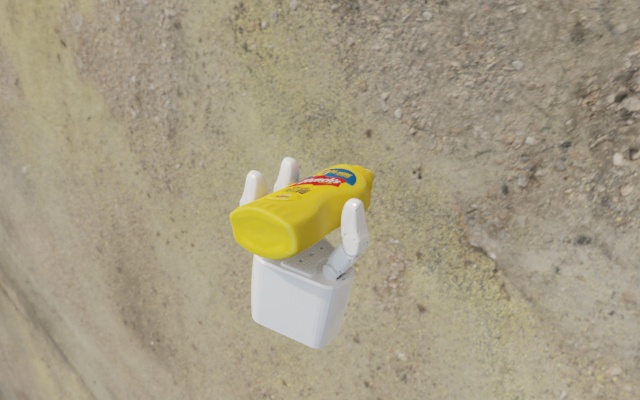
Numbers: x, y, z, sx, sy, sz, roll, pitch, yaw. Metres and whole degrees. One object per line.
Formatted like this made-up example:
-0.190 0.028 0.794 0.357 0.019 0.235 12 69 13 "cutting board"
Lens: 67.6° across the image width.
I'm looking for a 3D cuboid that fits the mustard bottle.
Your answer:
0.000 0.002 0.536 0.096 0.058 0.191 5 23 42 "mustard bottle"
